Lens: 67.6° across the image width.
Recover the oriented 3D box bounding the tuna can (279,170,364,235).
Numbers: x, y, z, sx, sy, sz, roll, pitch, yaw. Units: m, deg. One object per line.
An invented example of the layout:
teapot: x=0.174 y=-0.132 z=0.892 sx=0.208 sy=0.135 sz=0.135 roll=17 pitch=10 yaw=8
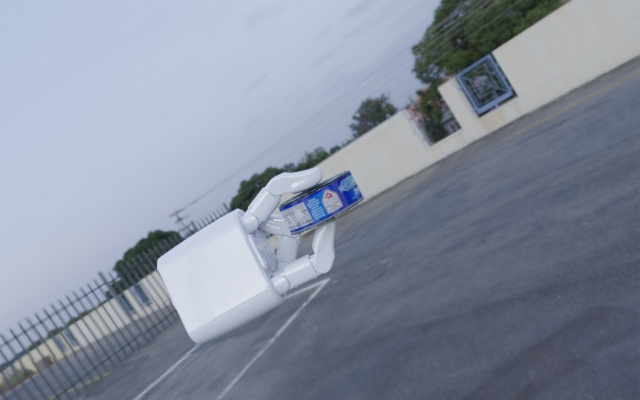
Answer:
tuna can: x=0.000 y=0.001 z=0.497 sx=0.086 sy=0.034 sz=0.086 roll=-27 pitch=4 yaw=2
